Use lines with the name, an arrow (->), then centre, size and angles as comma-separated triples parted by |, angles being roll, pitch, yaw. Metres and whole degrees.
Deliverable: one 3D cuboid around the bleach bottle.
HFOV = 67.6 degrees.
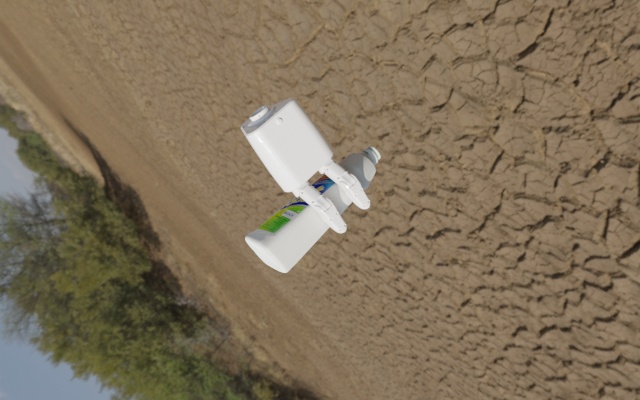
bleach bottle -> 0.000, 0.003, 0.767 | 0.250, 0.068, 0.102 | -44, 23, -18
